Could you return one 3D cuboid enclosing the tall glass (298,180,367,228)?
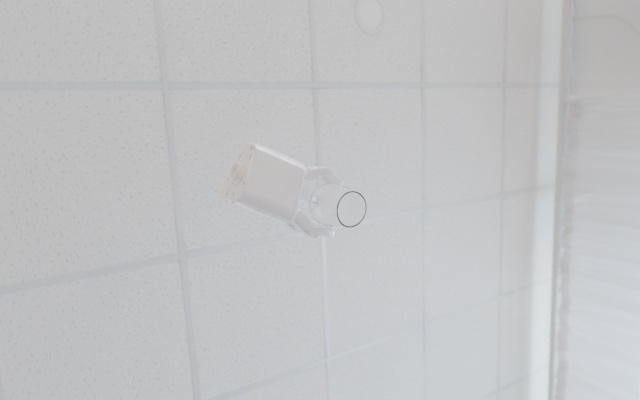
[{"bbox_3d":[0.000,0.003,0.880,0.079,0.079,0.201,0,7,-33],"label":"tall glass"}]
